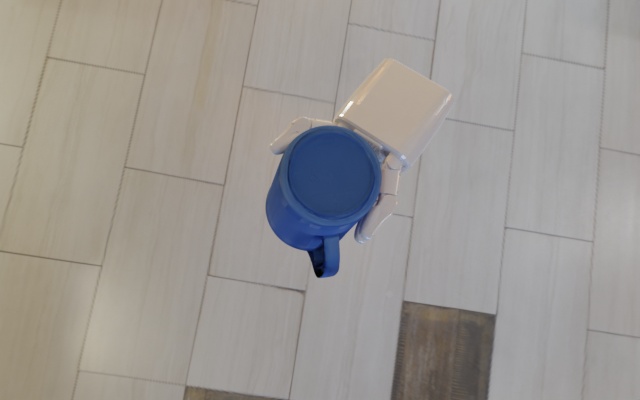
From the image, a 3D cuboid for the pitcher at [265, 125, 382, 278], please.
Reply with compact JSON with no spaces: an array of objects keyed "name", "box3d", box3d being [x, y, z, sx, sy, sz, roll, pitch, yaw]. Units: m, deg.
[{"name":"pitcher","box3d":[0.000,0.002,0.600,0.149,0.145,0.243,38,-11,0]}]
